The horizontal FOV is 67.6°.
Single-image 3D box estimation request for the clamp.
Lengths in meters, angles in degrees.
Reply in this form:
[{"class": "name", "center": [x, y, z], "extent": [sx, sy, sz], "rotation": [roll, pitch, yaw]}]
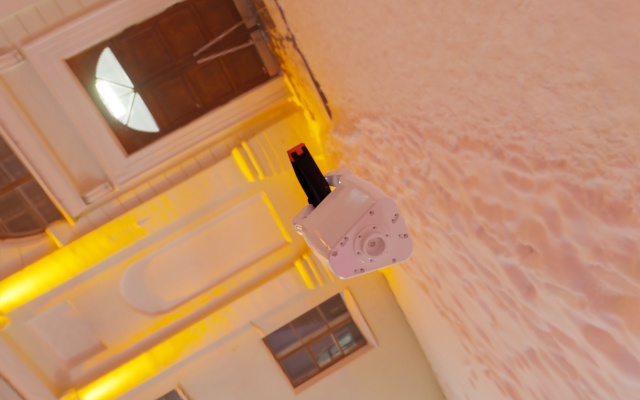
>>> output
[{"class": "clamp", "center": [-0.001, 0.003, 0.757], "extent": [0.036, 0.210, 0.164], "rotation": [-32, 22, -10]}]
